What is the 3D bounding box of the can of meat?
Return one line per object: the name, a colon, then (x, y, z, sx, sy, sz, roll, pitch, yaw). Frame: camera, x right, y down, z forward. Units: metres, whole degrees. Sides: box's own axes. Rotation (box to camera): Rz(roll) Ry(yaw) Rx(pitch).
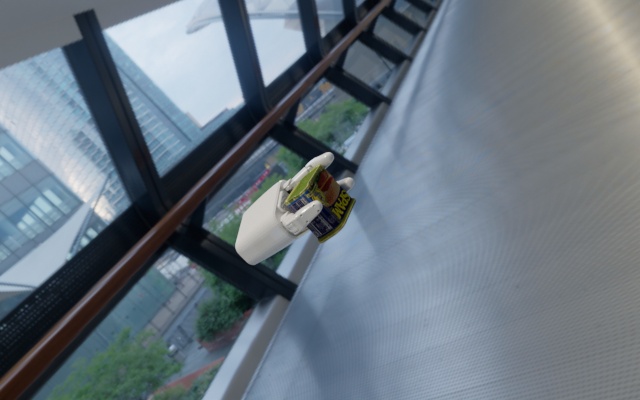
can of meat: (0.000, 0.002, 0.743, 0.057, 0.084, 0.102, -36, 14, 33)
